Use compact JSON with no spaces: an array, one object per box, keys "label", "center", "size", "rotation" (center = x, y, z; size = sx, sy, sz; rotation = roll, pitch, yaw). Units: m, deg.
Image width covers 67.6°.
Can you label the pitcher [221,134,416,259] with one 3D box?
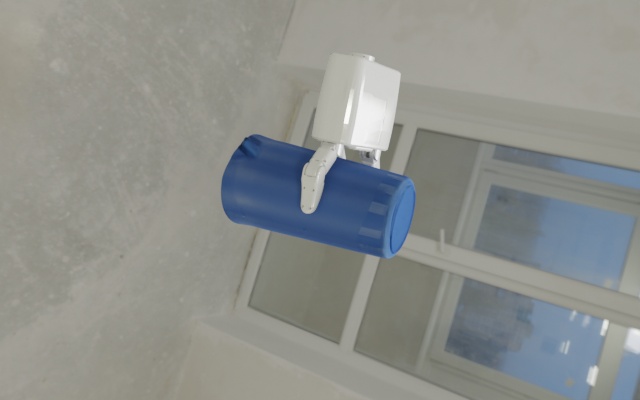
[{"label":"pitcher","center":[0.000,0.002,0.656],"size":[0.243,0.145,0.149],"rotation":[15,10,24]}]
